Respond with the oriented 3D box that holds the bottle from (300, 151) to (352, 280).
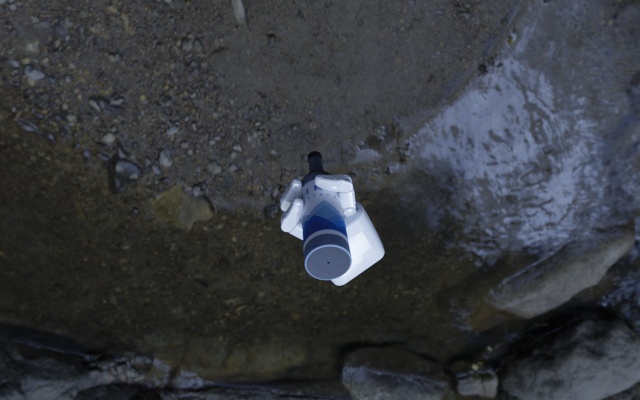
[{"bbox_3d":[0.000,0.003,0.781,0.069,0.069,0.295,0,35,-5],"label":"bottle"}]
